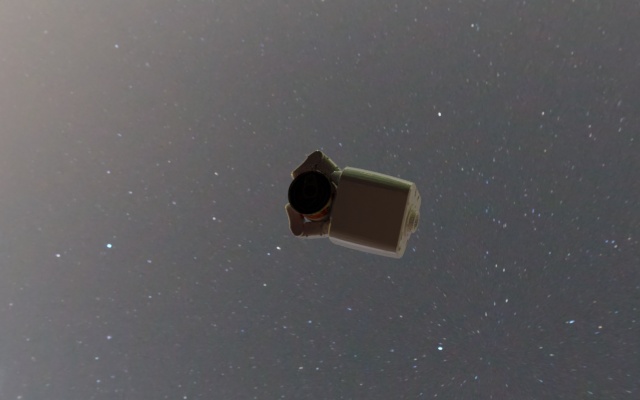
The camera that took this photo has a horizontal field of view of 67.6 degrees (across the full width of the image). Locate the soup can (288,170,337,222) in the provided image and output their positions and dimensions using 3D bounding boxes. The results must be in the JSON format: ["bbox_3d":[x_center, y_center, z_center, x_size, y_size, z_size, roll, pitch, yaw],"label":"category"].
[{"bbox_3d":[0.000,0.003,0.737,0.068,0.068,0.102,0,-17,20],"label":"soup can"}]
